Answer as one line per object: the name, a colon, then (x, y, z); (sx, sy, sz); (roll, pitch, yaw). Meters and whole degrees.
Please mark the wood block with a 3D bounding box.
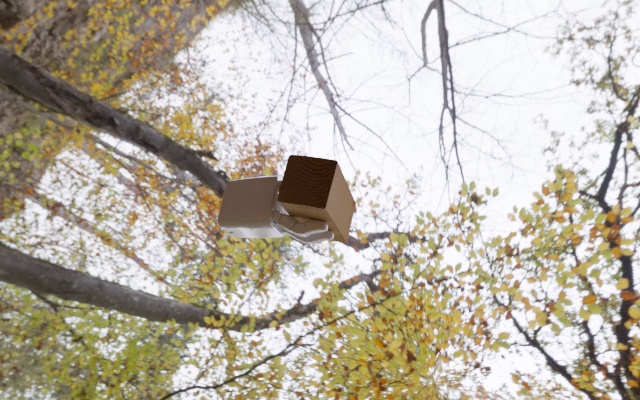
wood block: (0.000, 0.003, 0.890); (0.090, 0.090, 0.206); (9, -18, 16)
